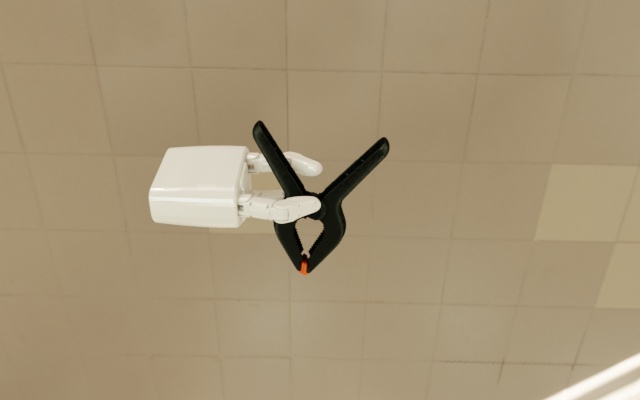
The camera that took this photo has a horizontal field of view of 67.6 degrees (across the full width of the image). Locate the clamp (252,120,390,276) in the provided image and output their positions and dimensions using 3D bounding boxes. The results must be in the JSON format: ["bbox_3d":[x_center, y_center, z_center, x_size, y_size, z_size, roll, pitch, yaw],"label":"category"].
[{"bbox_3d":[0.000,0.003,0.608,0.164,0.210,0.036,2,26,2],"label":"clamp"}]
